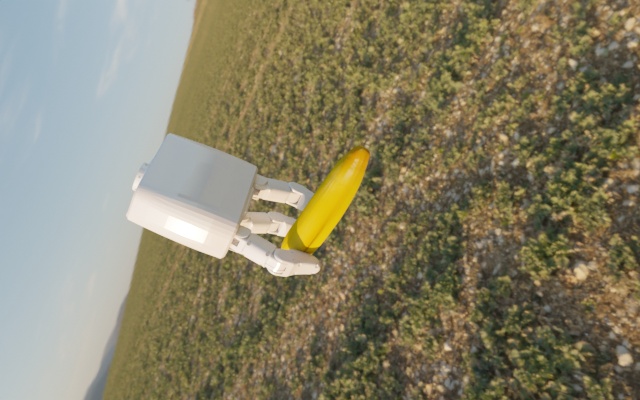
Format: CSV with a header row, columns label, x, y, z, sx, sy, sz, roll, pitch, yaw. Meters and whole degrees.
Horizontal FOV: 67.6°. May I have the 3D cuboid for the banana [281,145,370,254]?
label,x,y,z,sx,sy,sz,roll,pitch,yaw
banana,-0.005,0.018,0.522,0.037,0.069,0.198,24,-39,-11
